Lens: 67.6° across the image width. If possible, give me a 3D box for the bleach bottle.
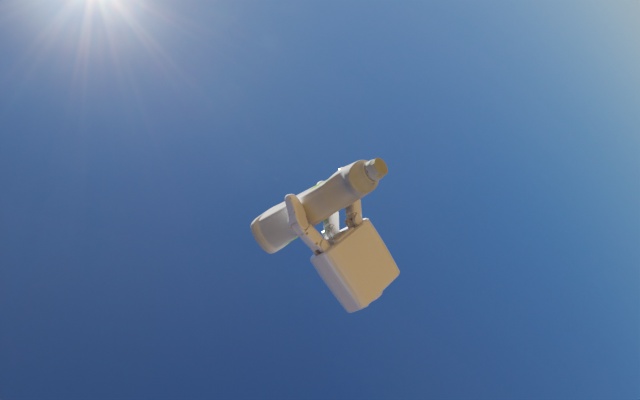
[{"bbox_3d":[0.000,0.002,0.759,0.251,0.068,0.102,-30,5,40],"label":"bleach bottle"}]
